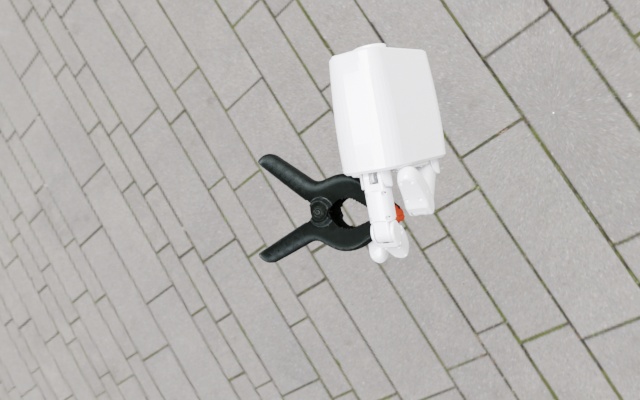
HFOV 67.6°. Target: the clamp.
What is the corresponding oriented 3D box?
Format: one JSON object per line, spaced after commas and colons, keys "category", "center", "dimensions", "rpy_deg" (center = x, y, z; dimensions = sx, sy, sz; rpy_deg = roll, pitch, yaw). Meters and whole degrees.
{"category": "clamp", "center": [0.000, 0.002, 0.500], "dimensions": [0.171, 0.120, 0.039], "rpy_deg": [-8, 6, 27]}
